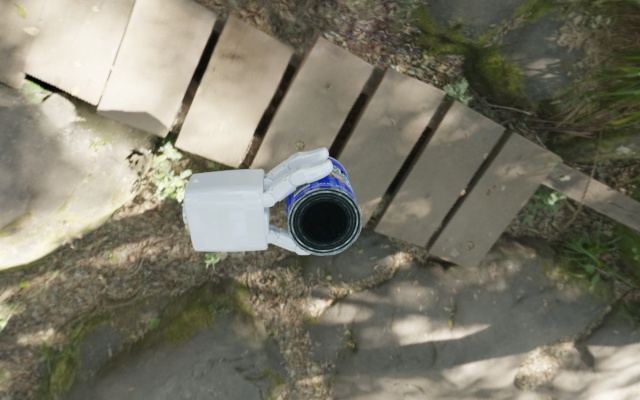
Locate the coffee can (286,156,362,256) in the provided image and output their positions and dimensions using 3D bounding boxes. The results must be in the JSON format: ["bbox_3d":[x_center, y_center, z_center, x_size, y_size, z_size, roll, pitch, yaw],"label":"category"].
[{"bbox_3d":[0.000,0.002,0.703,0.103,0.103,0.140,0,24,-5],"label":"coffee can"}]
